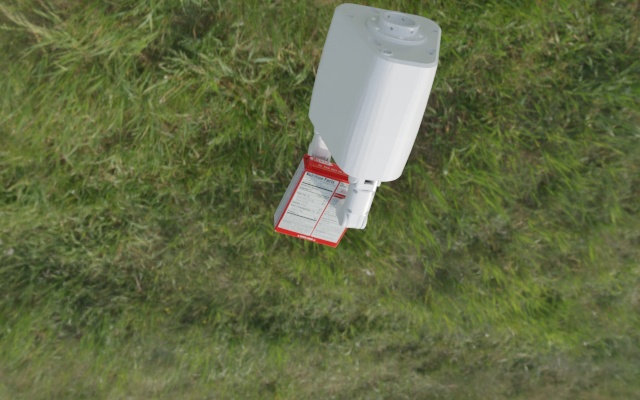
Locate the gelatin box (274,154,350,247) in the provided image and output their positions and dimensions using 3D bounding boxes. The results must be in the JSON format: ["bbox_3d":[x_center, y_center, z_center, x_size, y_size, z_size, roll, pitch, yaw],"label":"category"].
[{"bbox_3d":[0.000,0.002,0.501,0.073,0.089,0.030,16,34,-19],"label":"gelatin box"}]
